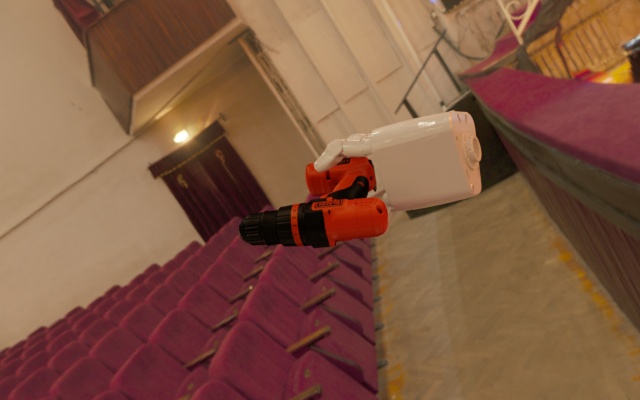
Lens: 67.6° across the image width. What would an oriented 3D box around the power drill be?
[{"bbox_3d":[0.000,0.002,0.637,0.184,0.057,0.187,-5,24,12],"label":"power drill"}]
